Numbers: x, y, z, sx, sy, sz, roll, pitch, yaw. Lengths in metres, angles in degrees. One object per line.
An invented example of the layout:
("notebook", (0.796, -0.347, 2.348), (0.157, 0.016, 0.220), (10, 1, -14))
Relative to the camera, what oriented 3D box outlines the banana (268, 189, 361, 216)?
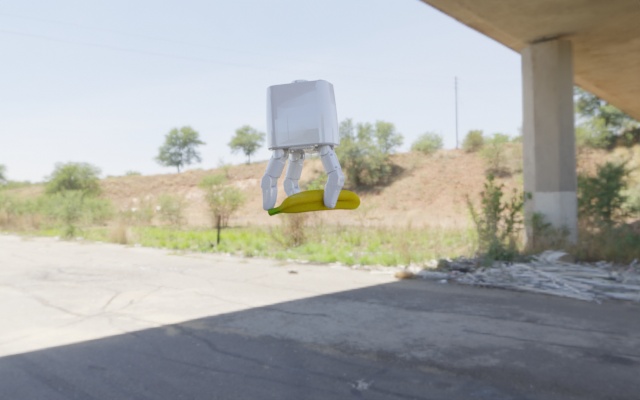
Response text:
("banana", (0.009, 0.001, 0.823), (0.198, 0.037, 0.069), (-3, -5, -37))
